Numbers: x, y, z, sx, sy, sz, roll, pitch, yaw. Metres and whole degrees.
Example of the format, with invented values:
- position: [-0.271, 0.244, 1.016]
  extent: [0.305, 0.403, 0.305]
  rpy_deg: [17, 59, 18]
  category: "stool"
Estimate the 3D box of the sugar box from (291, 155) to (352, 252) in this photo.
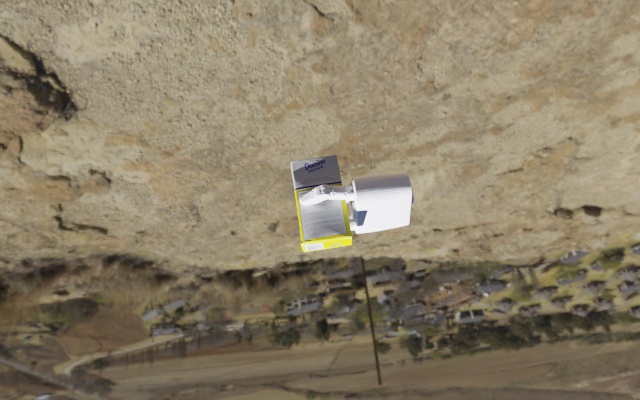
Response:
- position: [0.000, 0.003, 0.900]
  extent: [0.093, 0.176, 0.048]
  rpy_deg: [-8, -29, 0]
  category: "sugar box"
